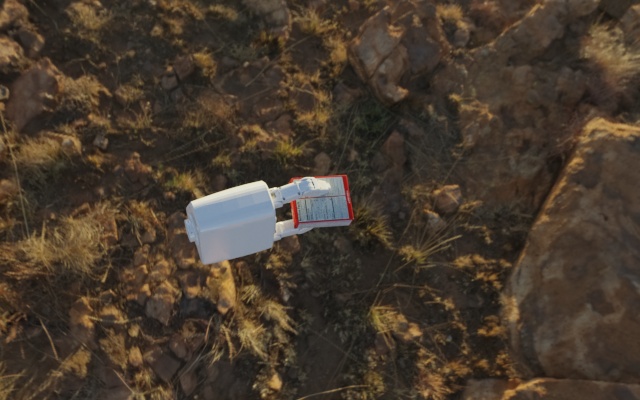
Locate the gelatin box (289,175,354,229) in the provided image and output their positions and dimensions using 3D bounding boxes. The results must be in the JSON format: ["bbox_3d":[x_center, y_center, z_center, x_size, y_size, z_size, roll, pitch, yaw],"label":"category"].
[{"bbox_3d":[0.001,0.002,0.718,0.089,0.073,0.030,-4,-22,-12],"label":"gelatin box"}]
